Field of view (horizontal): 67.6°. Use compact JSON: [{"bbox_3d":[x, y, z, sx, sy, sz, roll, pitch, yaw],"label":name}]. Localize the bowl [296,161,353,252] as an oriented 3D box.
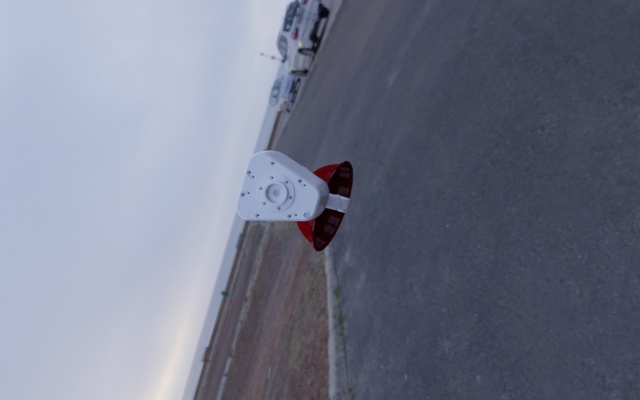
[{"bbox_3d":[0.000,0.003,0.819,0.055,0.162,0.162,19,6,19],"label":"bowl"}]
